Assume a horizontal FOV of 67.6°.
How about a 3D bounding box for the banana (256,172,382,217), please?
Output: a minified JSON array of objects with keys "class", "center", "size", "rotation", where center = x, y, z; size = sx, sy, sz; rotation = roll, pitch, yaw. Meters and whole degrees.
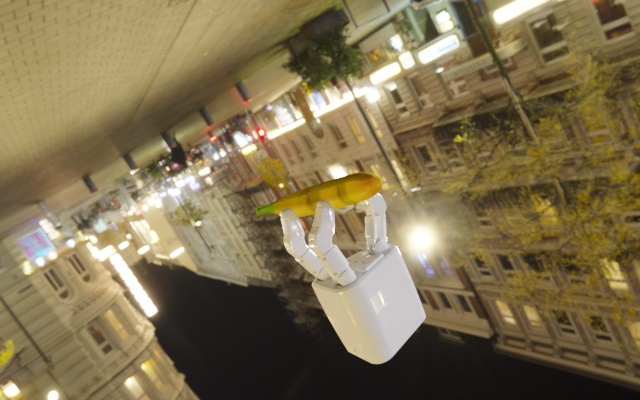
[{"class":"banana","center":[0.008,-0.004,0.593],"size":[0.198,0.037,0.069],"rotation":[-16,9,41]}]
